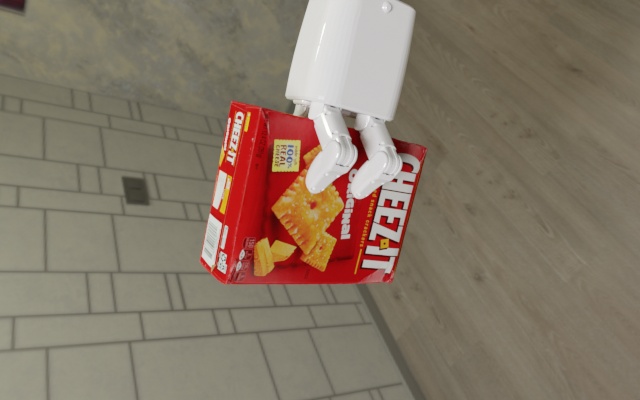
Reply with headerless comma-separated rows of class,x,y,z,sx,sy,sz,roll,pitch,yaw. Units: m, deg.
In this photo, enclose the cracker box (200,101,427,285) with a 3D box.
cracker box,0.000,0.002,0.494,0.214,0.164,0.072,7,11,-36
